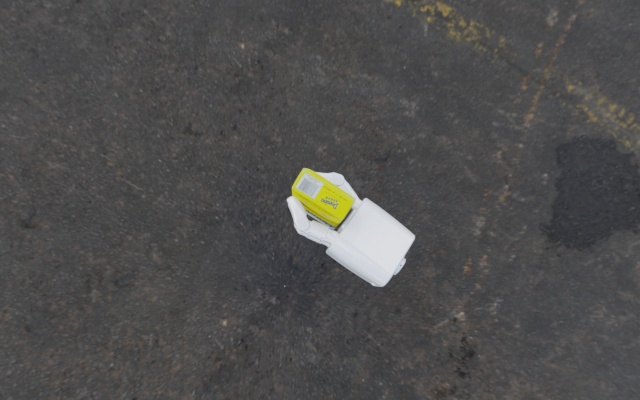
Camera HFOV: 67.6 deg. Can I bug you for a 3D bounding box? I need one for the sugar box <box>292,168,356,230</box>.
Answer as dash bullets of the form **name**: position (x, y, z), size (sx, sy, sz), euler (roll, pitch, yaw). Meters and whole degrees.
- **sugar box**: position (0.000, 0.003, 0.794), size (0.093, 0.048, 0.176), euler (33, -11, 3)
